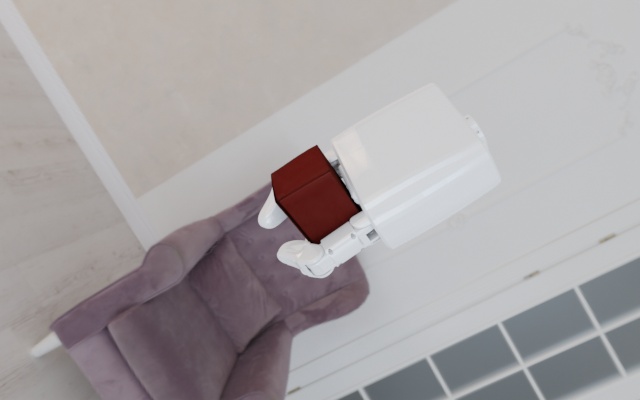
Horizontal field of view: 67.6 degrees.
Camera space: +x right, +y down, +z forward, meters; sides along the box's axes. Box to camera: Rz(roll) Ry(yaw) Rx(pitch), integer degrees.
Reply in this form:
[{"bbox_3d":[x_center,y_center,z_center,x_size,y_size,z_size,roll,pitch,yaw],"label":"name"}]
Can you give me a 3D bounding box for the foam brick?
[{"bbox_3d":[0.000,0.001,0.416,0.051,0.078,0.053,-32,33,8],"label":"foam brick"}]
